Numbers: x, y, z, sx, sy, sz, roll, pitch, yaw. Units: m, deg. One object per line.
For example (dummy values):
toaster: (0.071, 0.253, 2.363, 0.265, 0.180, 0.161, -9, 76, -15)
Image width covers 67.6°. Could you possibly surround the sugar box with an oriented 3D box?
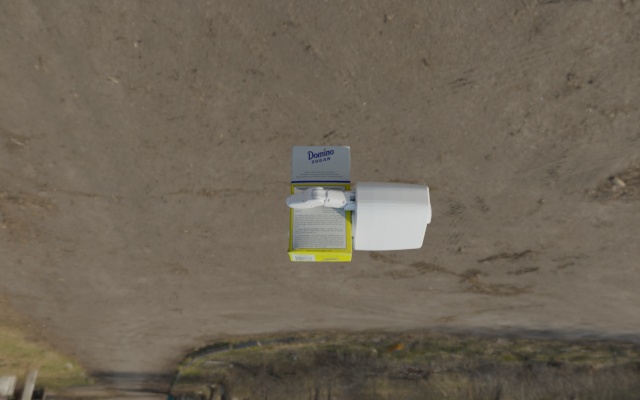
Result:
sugar box: (0.000, 0.003, 0.727, 0.093, 0.176, 0.048, 1, -25, 2)
